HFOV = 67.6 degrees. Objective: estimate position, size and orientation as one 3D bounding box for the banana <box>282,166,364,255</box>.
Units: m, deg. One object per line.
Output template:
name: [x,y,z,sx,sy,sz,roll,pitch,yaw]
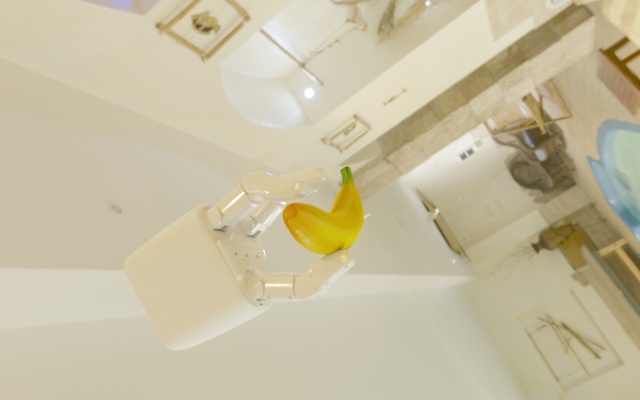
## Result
banana: [0.010,0.017,0.453,0.037,0.069,0.197,-28,4,18]
